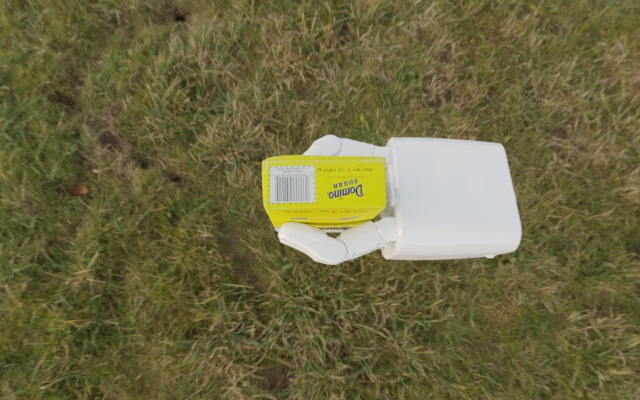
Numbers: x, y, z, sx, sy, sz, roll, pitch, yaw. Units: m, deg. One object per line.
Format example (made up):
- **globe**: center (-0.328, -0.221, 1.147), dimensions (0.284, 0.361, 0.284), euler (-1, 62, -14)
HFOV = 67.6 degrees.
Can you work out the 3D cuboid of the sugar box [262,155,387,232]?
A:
- **sugar box**: center (0.000, 0.002, 0.435), dimensions (0.093, 0.048, 0.176), euler (0, -12, -1)
